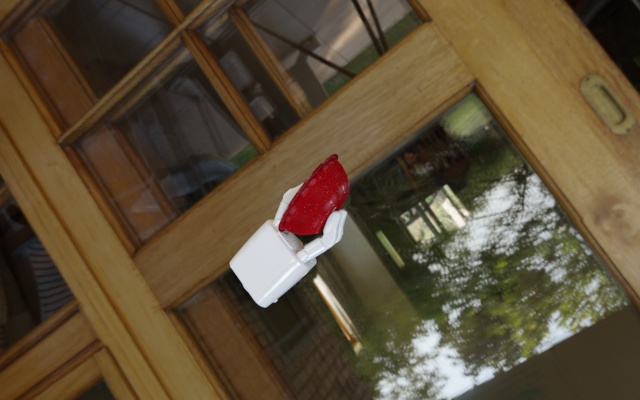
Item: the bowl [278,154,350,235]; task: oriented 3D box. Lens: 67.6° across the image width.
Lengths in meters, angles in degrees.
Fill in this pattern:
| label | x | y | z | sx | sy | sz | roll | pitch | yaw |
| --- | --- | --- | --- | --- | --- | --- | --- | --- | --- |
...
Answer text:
| label | x | y | z | sx | sy | sz | roll | pitch | yaw |
| --- | --- | --- | --- | --- | --- | --- | --- | --- | --- |
| bowl | 0.001 | 0.002 | 0.794 | 0.055 | 0.162 | 0.162 | 36 | 6 | 9 |
